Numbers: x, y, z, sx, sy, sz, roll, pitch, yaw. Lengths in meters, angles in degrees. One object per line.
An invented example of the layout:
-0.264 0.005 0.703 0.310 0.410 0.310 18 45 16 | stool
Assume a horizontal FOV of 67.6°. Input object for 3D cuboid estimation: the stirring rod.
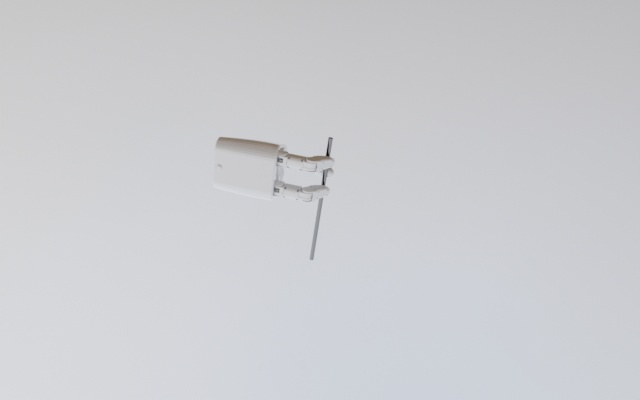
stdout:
0.000 0.003 0.854 0.011 0.240 0.011 7 25 -3 | stirring rod
